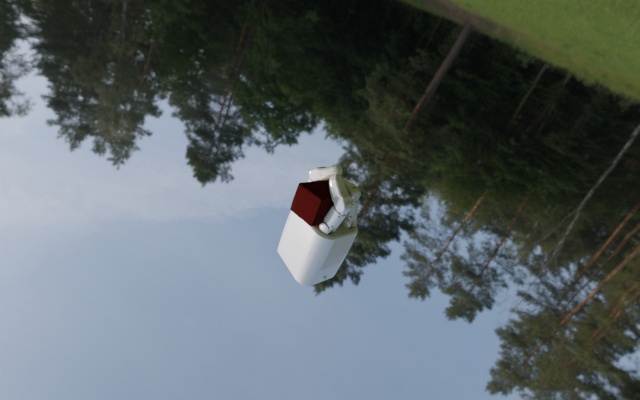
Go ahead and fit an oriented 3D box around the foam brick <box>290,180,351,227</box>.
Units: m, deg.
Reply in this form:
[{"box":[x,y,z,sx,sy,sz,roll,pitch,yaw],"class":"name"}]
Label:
[{"box":[0.000,0.002,0.766,0.053,0.051,0.078,39,29,30],"class":"foam brick"}]
